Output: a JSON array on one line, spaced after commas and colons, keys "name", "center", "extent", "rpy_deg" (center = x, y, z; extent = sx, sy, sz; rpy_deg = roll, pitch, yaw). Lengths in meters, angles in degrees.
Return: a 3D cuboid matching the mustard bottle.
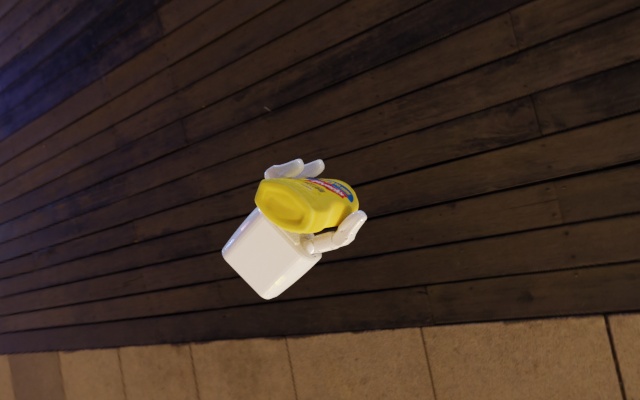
[{"name": "mustard bottle", "center": [0.000, 0.002, 0.680], "extent": [0.096, 0.058, 0.191], "rpy_deg": [28, 16, 26]}]
